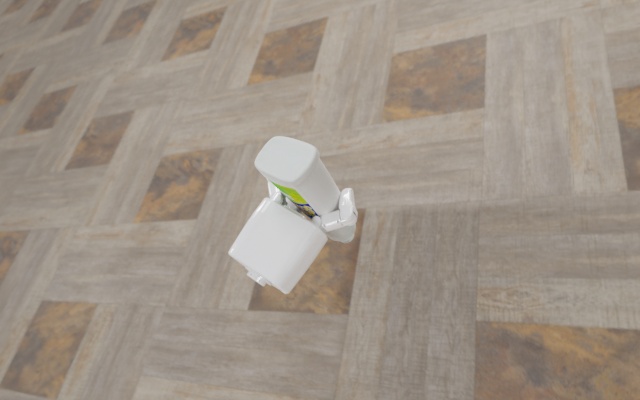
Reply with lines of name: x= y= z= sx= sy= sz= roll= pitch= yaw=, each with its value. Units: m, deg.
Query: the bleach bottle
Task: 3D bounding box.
bleach bottle: x=0.000 y=0.002 z=0.759 sx=0.102 sy=0.068 sz=0.251 roll=23 pitch=-18 yaw=39
